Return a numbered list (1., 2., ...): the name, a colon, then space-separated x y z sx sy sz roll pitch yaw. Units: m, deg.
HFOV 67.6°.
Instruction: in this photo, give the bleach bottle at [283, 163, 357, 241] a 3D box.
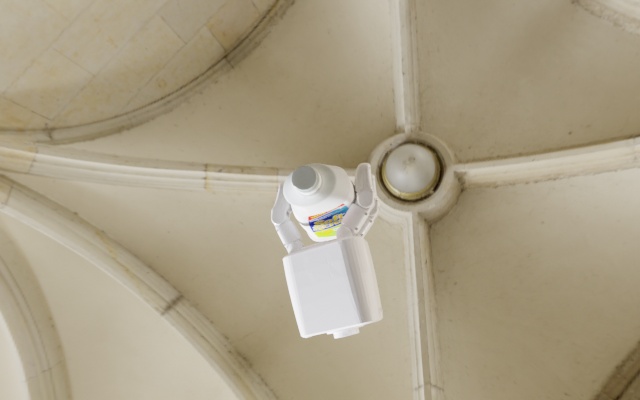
1. bleach bottle: 0.000 0.002 0.636 0.102 0.068 0.251 -15 -14 9
